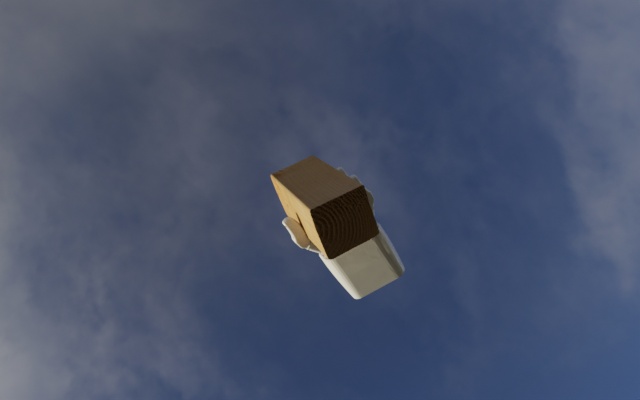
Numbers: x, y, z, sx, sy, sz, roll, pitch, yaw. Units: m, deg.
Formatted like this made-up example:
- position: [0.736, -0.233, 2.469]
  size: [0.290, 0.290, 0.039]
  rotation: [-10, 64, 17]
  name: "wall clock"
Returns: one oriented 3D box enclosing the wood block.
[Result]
- position: [0.000, 0.003, 0.780]
  size: [0.091, 0.090, 0.206]
  rotation: [-27, 25, -12]
  name: "wood block"
